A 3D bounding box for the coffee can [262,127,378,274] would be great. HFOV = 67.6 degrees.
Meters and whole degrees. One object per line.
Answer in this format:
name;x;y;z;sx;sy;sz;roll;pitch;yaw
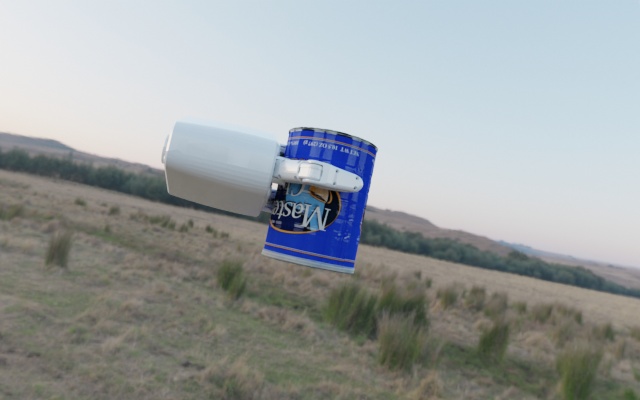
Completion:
coffee can;0.000;0.002;0.527;0.103;0.140;0.103;12;-5;1
